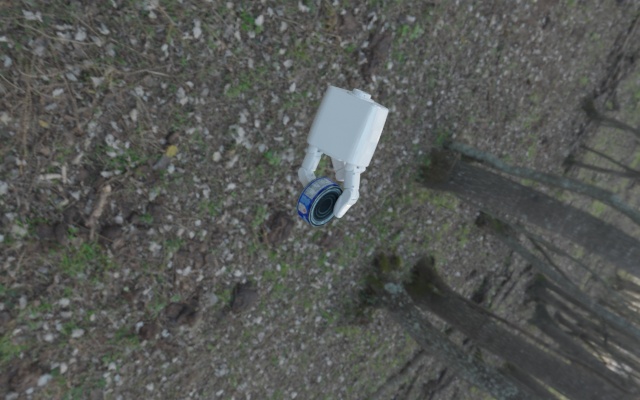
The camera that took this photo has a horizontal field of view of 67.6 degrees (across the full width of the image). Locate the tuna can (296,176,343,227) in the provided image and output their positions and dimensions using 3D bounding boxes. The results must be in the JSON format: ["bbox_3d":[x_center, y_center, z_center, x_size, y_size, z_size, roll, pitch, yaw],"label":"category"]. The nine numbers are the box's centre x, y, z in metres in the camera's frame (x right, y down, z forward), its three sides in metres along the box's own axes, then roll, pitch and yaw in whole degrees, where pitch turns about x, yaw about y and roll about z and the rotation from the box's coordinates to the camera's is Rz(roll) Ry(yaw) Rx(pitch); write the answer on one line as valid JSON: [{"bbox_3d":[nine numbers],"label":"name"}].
[{"bbox_3d":[0.000,0.003,0.839,0.033,0.086,0.086,37,22,33],"label":"tuna can"}]
